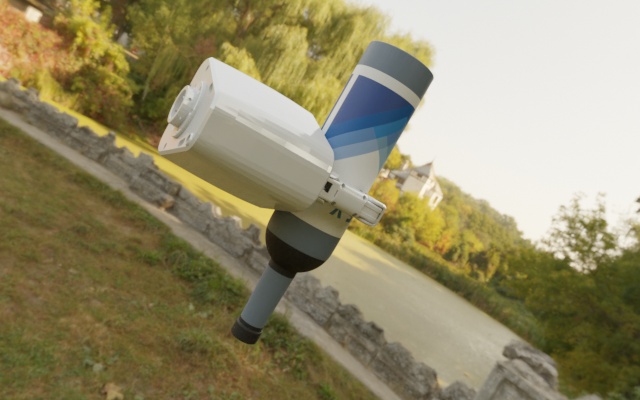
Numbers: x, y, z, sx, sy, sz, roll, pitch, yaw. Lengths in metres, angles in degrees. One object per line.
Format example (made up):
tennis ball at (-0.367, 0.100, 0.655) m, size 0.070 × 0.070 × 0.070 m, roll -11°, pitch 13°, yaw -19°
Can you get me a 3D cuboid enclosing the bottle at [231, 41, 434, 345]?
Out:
bottle at (0.000, 0.001, 0.441) m, size 0.069 × 0.296 × 0.069 m, roll 30°, pitch 4°, yaw -2°
